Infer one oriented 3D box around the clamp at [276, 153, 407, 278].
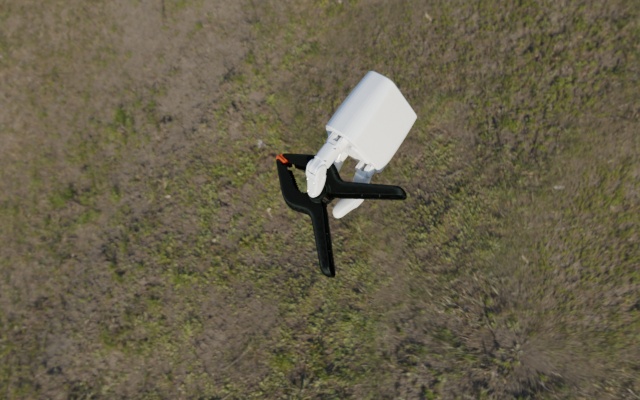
[{"bbox_3d":[0.000,0.002,0.715,0.210,0.164,0.036,34,-6,27],"label":"clamp"}]
